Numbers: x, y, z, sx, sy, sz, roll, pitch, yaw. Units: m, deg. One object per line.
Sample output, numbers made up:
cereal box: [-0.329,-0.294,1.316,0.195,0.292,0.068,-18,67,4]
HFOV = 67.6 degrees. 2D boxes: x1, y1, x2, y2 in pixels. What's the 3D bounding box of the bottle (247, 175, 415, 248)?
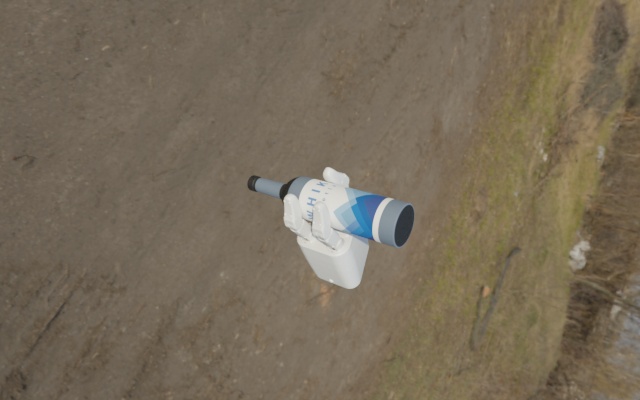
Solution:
bottle: [0.000,0.002,0.757,0.295,0.069,0.069,16,9,33]
